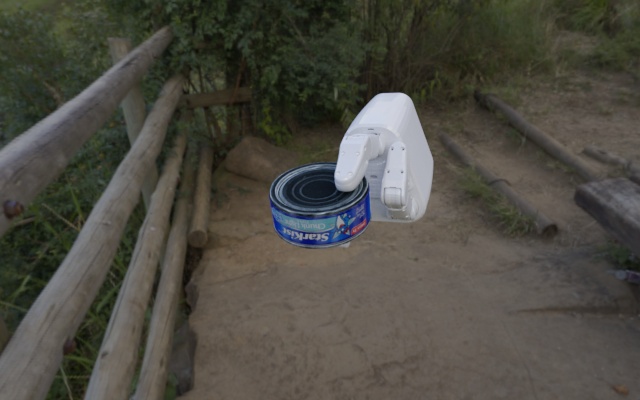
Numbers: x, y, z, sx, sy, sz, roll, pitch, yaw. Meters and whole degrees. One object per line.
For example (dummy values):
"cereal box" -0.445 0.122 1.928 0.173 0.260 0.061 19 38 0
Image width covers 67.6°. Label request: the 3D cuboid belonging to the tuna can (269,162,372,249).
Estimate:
"tuna can" 0.000 0.001 0.405 0.086 0.034 0.086 -5 33 3
